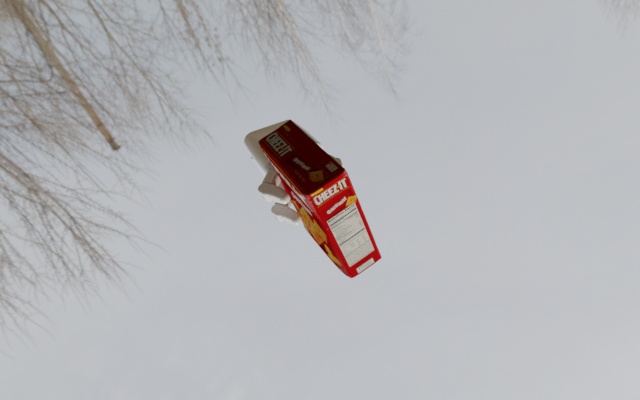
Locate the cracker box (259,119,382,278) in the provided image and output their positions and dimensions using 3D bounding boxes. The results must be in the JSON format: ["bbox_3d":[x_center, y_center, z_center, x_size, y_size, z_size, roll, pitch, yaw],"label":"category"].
[{"bbox_3d":[0.000,0.002,0.747,0.072,0.214,0.164,-35,45,-8],"label":"cracker box"}]
